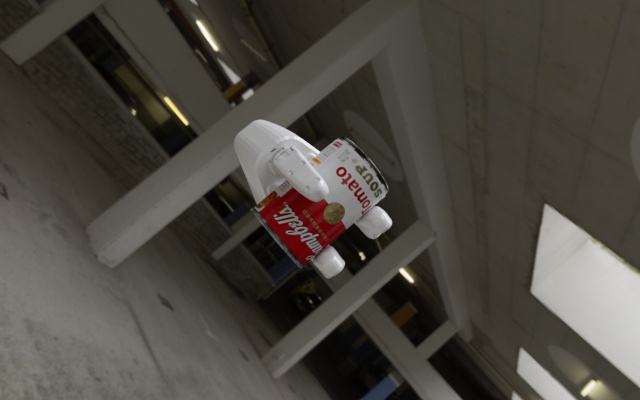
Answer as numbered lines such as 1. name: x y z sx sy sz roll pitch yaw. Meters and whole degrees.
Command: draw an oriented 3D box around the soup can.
1. soup can: 0.000 0.001 0.418 0.102 0.068 0.068 -40 4 -5
